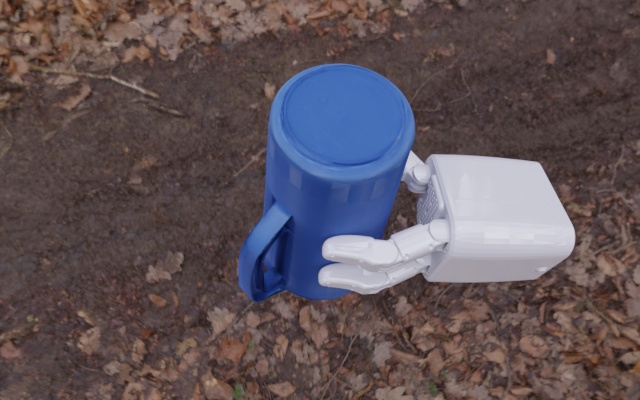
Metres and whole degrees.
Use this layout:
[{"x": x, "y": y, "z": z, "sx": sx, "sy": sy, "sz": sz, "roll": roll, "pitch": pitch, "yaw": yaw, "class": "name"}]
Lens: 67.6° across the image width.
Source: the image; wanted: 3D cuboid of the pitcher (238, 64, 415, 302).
[{"x": 0.000, "y": 0.001, "z": 0.442, "sx": 0.145, "sy": 0.149, "sz": 0.243, "roll": 4, "pitch": -29, "yaw": -3, "class": "pitcher"}]
